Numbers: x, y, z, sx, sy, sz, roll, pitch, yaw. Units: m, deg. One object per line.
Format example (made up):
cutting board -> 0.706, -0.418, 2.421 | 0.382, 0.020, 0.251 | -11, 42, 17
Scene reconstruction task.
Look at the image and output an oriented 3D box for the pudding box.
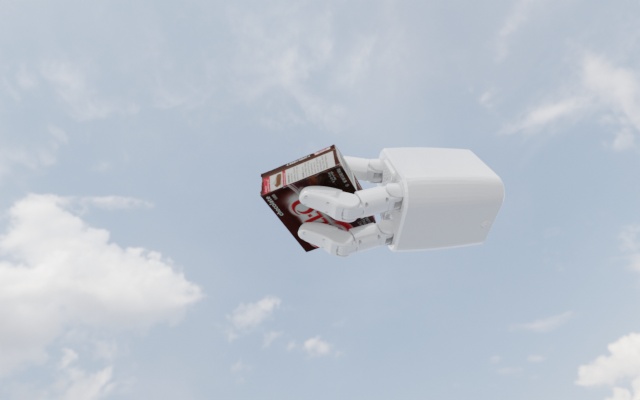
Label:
pudding box -> 0.000, 0.002, 0.518 | 0.090, 0.039, 0.114 | -22, -47, 13
